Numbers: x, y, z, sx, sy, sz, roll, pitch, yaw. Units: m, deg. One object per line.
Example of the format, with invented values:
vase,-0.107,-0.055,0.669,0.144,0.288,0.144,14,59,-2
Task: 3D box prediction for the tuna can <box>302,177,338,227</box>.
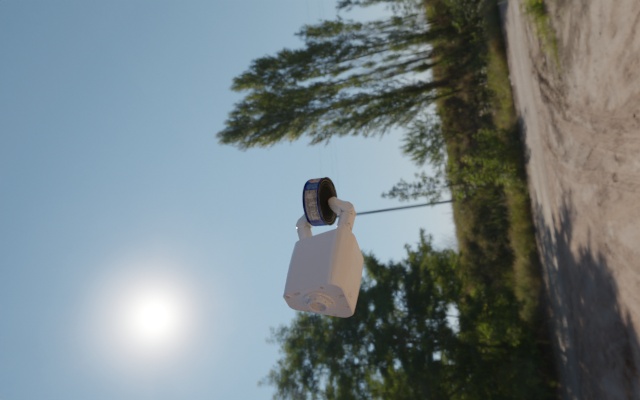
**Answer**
tuna can,0.000,0.003,0.838,0.034,0.086,0.086,-6,-2,23
